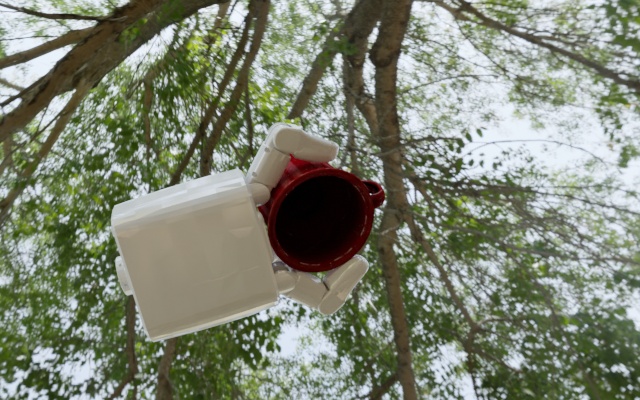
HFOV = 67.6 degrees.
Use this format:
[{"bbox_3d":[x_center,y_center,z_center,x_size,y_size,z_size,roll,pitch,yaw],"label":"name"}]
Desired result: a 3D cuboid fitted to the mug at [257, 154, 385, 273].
[{"bbox_3d":[0.001,0.001,0.430,0.117,0.093,0.081,-16,25,-14],"label":"mug"}]
